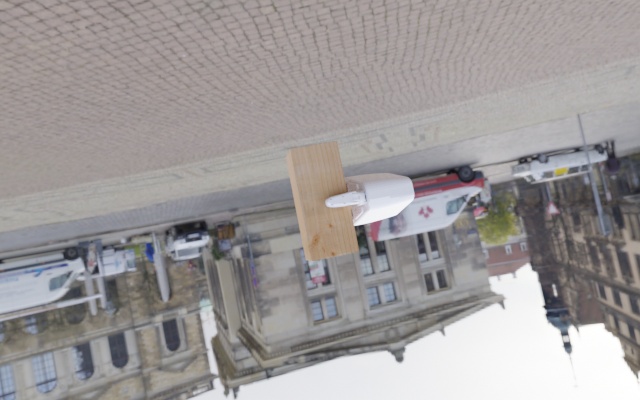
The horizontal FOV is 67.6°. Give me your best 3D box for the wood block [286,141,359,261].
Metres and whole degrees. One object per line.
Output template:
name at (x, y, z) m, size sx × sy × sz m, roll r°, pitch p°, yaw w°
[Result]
wood block at (0.001, 0.003, 0.897) m, size 0.090 × 0.206 × 0.091 m, roll -11°, pitch -3°, yaw -11°
